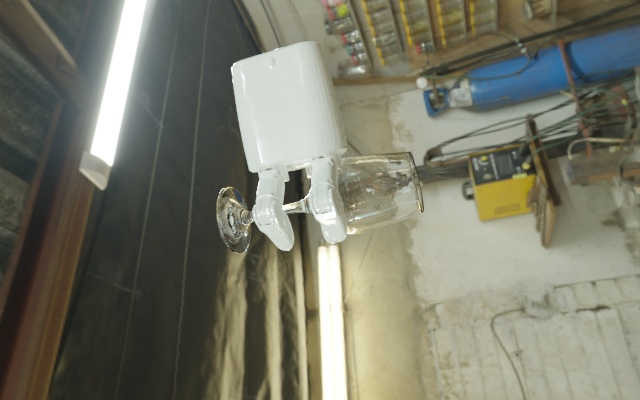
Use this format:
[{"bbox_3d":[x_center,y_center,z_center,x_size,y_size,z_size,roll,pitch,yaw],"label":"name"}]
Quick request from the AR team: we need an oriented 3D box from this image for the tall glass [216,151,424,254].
[{"bbox_3d":[-0.001,0.002,0.490,0.201,0.079,0.079,-11,-3,16],"label":"tall glass"}]
